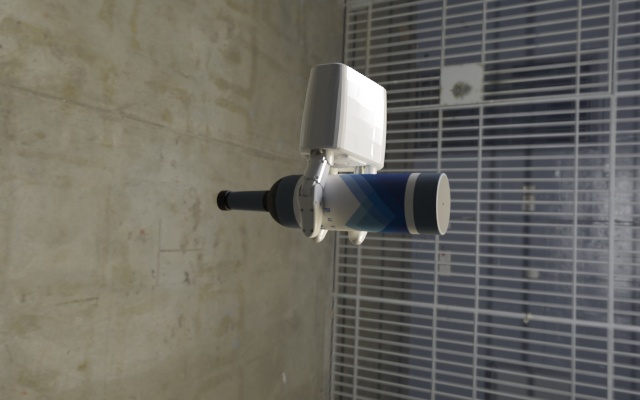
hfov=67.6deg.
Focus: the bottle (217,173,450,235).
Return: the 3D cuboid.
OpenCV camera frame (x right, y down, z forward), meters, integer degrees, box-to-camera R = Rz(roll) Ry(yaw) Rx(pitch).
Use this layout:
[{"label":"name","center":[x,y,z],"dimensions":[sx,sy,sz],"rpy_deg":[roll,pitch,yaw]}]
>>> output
[{"label":"bottle","center":[0.000,0.002,0.574],"dimensions":[0.295,0.069,0.069],"rpy_deg":[1,0,27]}]
